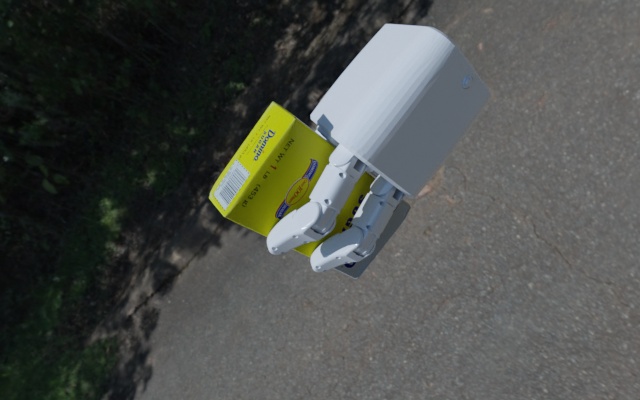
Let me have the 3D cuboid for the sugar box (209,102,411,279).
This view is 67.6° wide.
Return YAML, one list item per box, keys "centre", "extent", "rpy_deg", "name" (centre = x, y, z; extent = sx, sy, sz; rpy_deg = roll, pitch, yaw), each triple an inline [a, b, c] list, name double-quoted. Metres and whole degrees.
- centre: [0.000, 0.001, 0.419]
  extent: [0.176, 0.093, 0.048]
  rpy_deg: [31, 8, -41]
  name: "sugar box"
